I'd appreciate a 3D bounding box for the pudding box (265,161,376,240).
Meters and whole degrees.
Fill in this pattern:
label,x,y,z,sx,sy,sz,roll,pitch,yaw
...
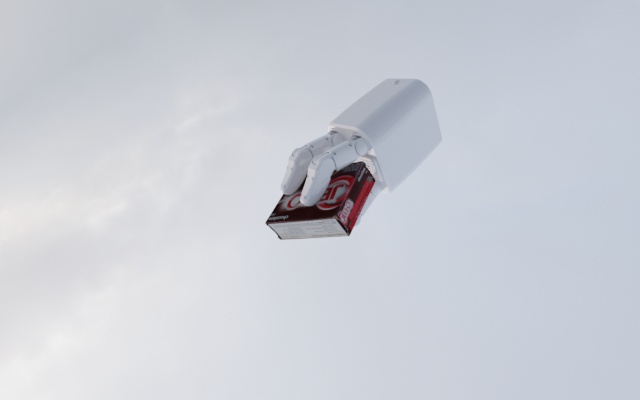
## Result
label,x,y,z,sx,sy,sz,roll,pitch,yaw
pudding box,0.000,0.002,0.574,0.113,0.090,0.039,-9,-51,41
